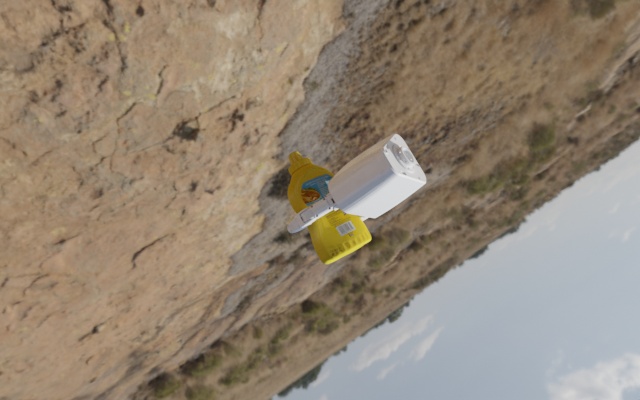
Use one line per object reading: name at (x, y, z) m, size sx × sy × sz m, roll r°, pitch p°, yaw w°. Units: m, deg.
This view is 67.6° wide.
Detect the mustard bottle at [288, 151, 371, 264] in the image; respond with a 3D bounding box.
mustard bottle at (0.000, 0.003, 0.788) m, size 0.096 × 0.191 × 0.058 m, roll -23°, pitch -12°, yaw -35°
